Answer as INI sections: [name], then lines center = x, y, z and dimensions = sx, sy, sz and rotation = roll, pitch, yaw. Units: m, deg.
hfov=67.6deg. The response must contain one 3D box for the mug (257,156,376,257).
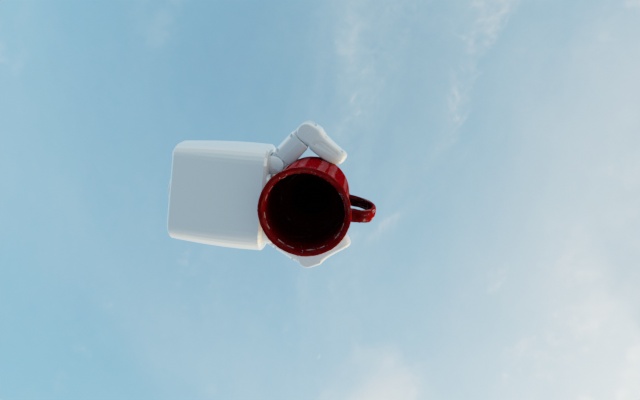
[mug]
center = 0.002, 0.002, 0.502
dimensions = 0.117, 0.093, 0.081
rotation = 6, 18, 5
